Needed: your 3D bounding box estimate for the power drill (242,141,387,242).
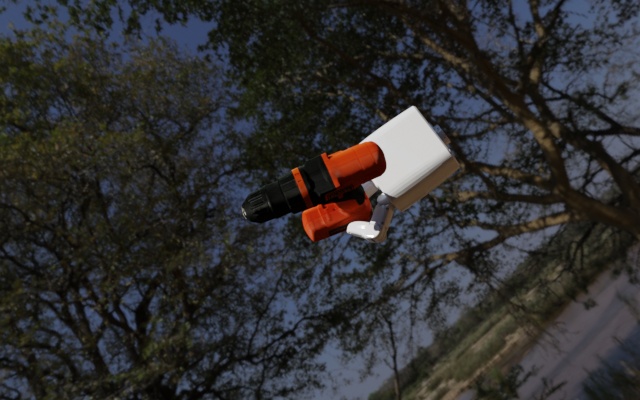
[{"bbox_3d":[0.000,0.002,0.642,0.184,0.057,0.188,-21,-18,0],"label":"power drill"}]
